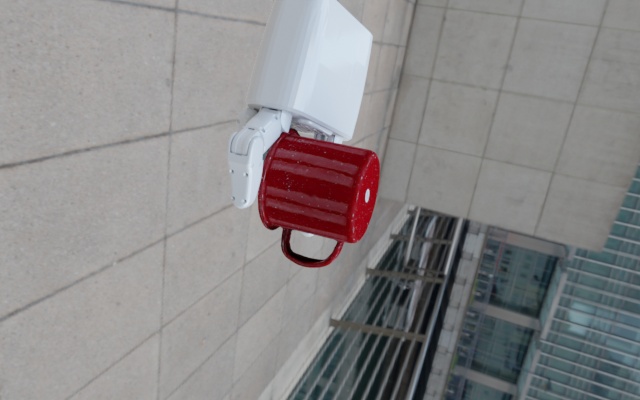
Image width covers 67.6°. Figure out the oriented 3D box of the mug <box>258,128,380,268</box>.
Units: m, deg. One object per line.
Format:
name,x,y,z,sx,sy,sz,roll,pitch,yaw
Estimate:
mug,0.000,0.003,0.416,0.081,0.117,0.093,13,0,17
